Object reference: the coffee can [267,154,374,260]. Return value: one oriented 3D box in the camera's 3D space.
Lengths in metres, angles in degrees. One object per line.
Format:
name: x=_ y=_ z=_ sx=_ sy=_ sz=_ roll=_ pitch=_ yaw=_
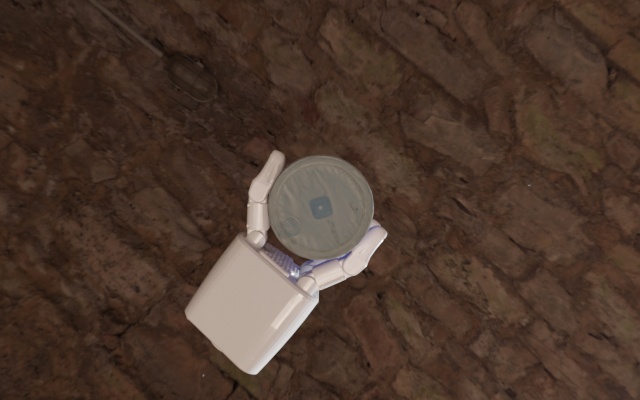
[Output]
coffee can: x=0.000 y=0.002 z=0.527 sx=0.103 sy=0.103 sz=0.140 roll=0 pitch=5 yaw=0
